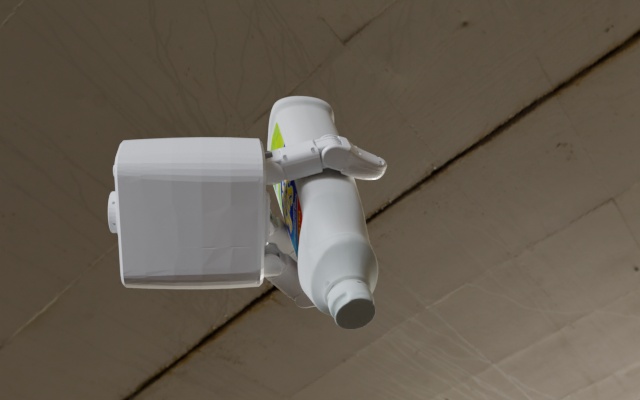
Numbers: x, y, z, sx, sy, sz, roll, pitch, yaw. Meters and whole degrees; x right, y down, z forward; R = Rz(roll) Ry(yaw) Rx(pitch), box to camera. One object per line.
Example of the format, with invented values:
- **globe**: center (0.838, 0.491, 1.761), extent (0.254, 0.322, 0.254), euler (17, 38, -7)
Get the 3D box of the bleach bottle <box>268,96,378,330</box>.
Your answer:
- **bleach bottle**: center (0.000, 0.001, 0.412), extent (0.068, 0.103, 0.250), euler (0, 32, -13)
